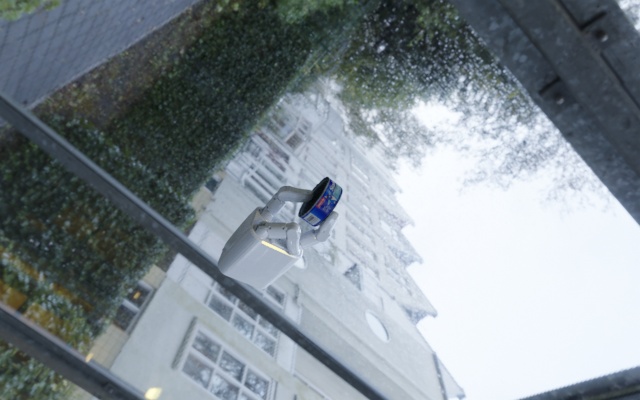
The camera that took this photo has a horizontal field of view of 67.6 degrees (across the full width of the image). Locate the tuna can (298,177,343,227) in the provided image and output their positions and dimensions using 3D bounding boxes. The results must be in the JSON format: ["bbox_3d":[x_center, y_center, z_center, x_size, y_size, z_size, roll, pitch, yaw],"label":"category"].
[{"bbox_3d":[0.001,0.003,0.821,0.034,0.086,0.086,37,-10,-13],"label":"tuna can"}]
